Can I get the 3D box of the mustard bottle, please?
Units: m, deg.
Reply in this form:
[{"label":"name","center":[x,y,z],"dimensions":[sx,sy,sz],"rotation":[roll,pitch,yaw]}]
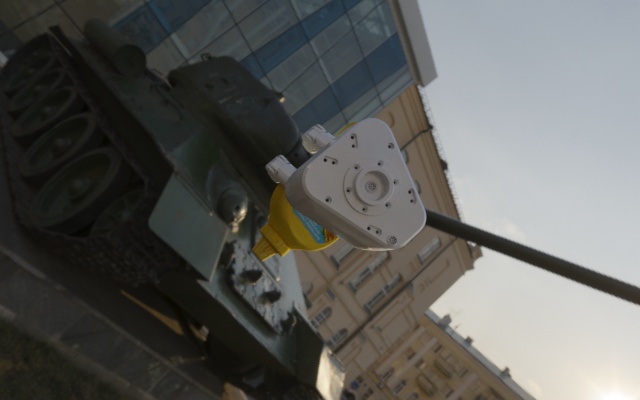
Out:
[{"label":"mustard bottle","center":[0.000,0.002,0.556],"dimensions":[0.191,0.096,0.058],"rotation":[-40,29,-10]}]
